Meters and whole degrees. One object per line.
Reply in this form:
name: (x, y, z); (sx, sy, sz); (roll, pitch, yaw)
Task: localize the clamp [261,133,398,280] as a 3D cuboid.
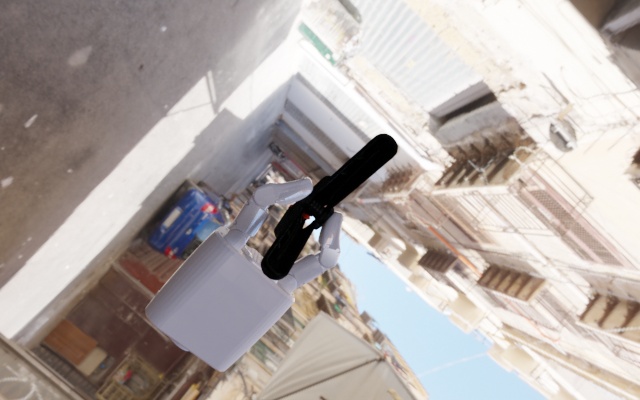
clamp: (0.000, 0.002, 0.499); (0.036, 0.164, 0.210); (45, -3, -6)
